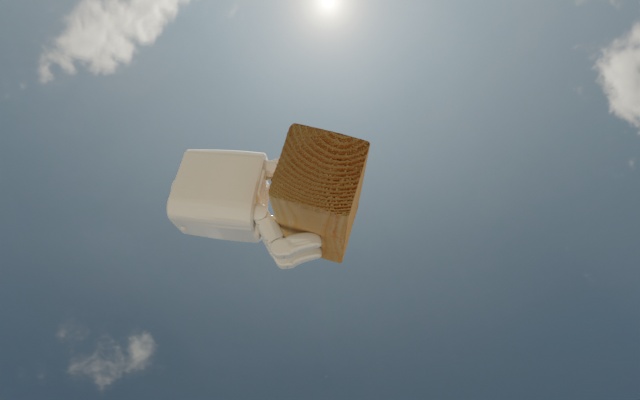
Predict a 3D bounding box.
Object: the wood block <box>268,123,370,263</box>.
[{"bbox_3d":[0.000,0.002,0.591,0.090,0.090,0.206,15,-19,6],"label":"wood block"}]
